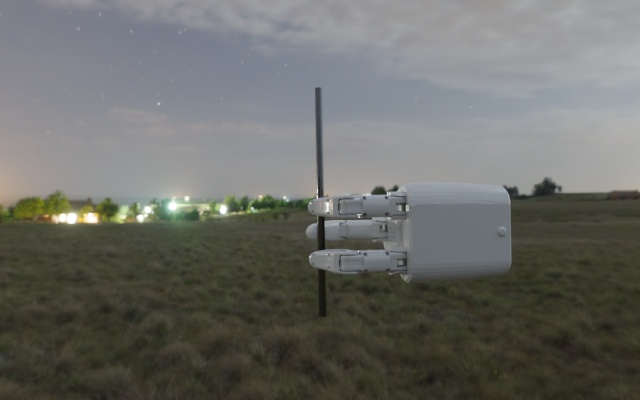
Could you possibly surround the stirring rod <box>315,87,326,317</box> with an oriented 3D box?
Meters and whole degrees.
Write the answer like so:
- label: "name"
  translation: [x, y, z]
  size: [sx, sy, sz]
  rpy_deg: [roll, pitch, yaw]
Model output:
- label: "stirring rod"
  translation: [0.000, 0.002, 0.504]
  size: [0.011, 0.239, 0.011]
  rpy_deg: [-1, 0, 0]
